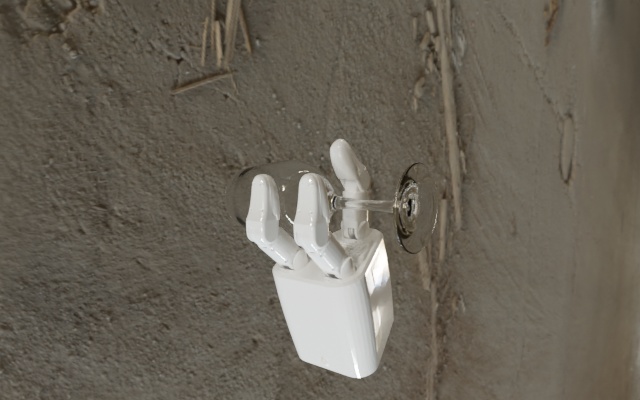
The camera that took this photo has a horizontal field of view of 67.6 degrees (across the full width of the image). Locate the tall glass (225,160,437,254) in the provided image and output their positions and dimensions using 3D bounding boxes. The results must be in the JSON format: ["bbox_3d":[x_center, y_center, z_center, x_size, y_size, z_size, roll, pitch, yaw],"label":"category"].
[{"bbox_3d":[0.001,0.001,0.445,0.201,0.079,0.079,4,3,38],"label":"tall glass"}]
